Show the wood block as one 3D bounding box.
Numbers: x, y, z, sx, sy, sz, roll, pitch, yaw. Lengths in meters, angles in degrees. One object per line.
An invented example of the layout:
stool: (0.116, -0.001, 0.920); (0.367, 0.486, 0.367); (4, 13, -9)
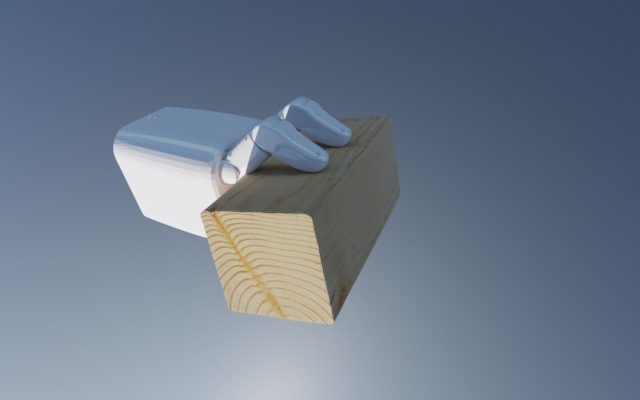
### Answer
wood block: (0.000, 0.002, 0.417); (0.090, 0.091, 0.206); (1, 27, 24)
